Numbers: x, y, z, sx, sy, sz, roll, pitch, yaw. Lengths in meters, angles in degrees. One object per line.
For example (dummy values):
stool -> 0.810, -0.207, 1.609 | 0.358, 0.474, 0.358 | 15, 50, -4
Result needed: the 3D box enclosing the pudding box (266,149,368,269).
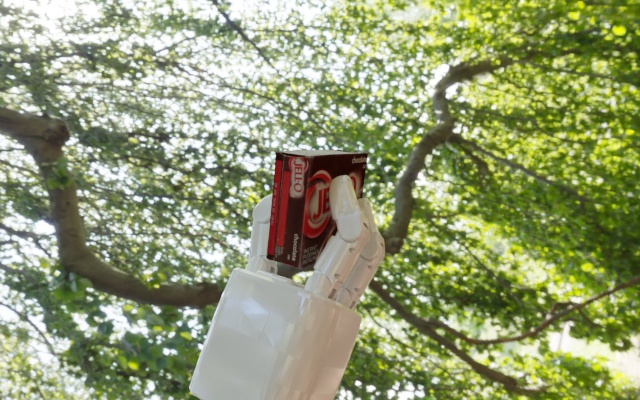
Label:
pudding box -> 0.000, 0.001, 0.417 | 0.039, 0.090, 0.113 | 12, 13, 24
